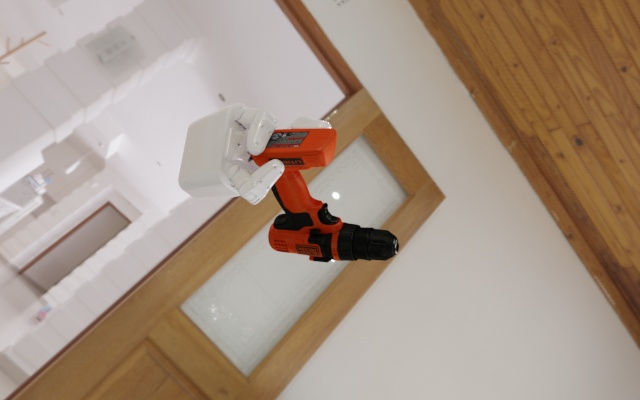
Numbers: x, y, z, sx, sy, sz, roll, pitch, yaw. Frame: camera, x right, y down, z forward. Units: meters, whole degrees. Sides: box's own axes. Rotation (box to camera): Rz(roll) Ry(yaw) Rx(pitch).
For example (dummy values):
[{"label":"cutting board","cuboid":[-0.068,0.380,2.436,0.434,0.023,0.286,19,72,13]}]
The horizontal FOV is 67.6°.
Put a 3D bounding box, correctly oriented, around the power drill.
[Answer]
[{"label":"power drill","cuboid":[0.000,0.002,0.604,0.184,0.188,0.057,2,38,22]}]
